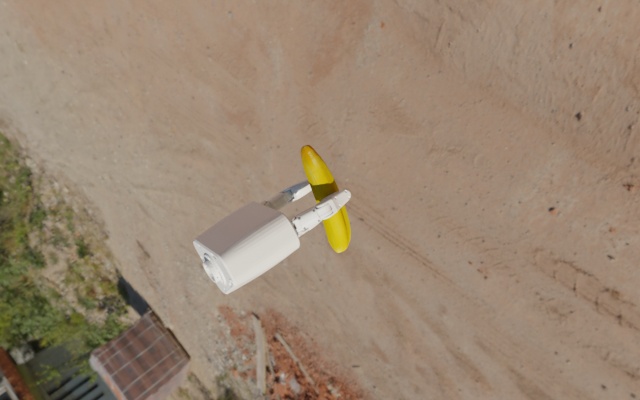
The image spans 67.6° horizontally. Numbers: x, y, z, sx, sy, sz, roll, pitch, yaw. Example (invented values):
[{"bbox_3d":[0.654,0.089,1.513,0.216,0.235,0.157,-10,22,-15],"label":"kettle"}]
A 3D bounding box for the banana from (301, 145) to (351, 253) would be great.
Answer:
[{"bbox_3d":[0.011,0.012,0.716,0.037,0.198,0.069,-31,37,-21],"label":"banana"}]
